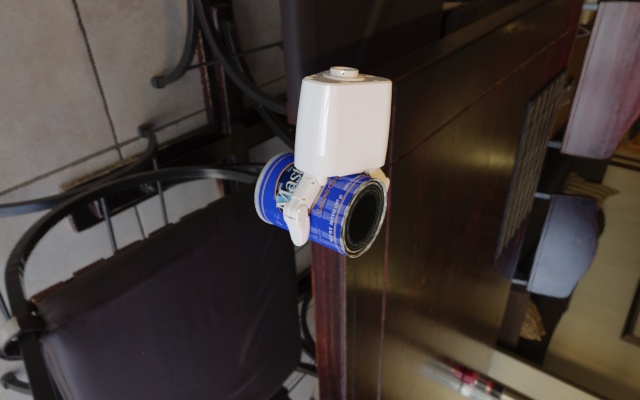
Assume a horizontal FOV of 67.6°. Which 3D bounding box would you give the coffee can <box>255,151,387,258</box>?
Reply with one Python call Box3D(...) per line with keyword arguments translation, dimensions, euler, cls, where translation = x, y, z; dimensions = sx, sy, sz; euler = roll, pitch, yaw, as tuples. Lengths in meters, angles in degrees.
Box3D(translation=(0.000, 0.002, 0.620), dimensions=(0.140, 0.103, 0.103), euler=(20, 11, 32), cls="coffee can")
